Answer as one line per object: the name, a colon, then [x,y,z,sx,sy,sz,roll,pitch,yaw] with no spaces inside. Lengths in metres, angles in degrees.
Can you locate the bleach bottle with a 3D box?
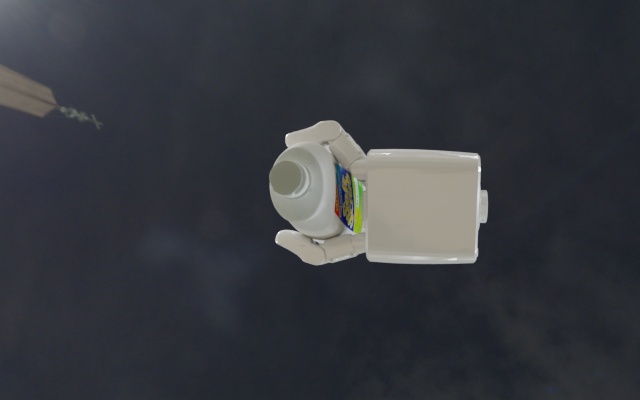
bleach bottle: [0.000,0.002,0.506,0.068,0.102,0.251,1,-5,13]
